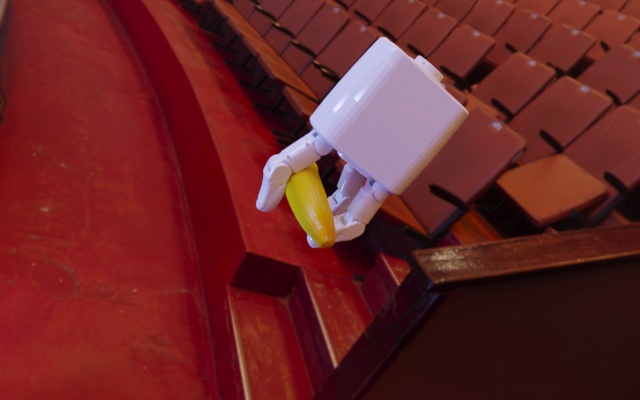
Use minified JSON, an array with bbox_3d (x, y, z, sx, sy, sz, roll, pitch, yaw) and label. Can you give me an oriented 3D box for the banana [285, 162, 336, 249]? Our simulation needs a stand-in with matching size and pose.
[{"bbox_3d":[-0.012,-0.013,0.504,0.037,0.069,0.197,-38,14,8],"label":"banana"}]
